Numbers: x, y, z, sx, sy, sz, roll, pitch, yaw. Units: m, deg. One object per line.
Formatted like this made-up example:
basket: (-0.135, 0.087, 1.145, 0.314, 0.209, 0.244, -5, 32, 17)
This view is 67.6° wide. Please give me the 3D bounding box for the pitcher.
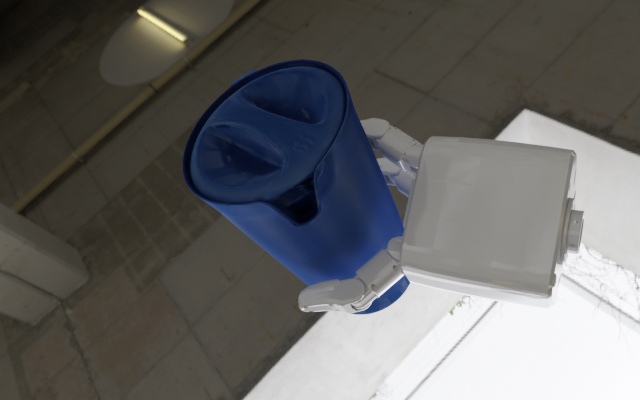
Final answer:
pitcher: (0.000, 0.001, 0.429, 0.145, 0.149, 0.243, 6, -30, 31)
